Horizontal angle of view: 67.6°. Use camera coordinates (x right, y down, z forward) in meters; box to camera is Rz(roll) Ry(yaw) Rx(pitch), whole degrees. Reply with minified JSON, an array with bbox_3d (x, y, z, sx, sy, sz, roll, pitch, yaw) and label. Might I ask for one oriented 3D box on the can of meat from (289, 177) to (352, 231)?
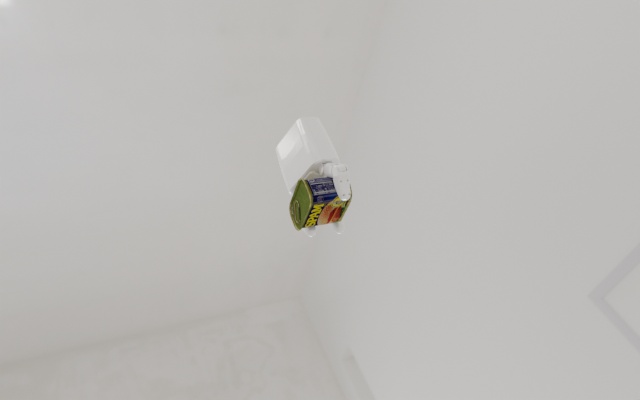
[{"bbox_3d":[0.000,0.003,0.834,0.084,0.057,0.102,-8,-33,-25],"label":"can of meat"}]
